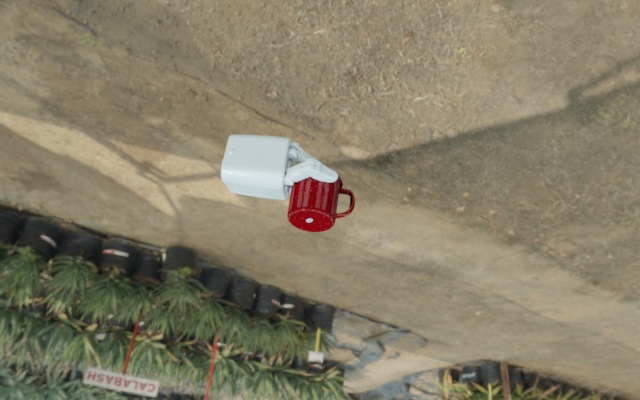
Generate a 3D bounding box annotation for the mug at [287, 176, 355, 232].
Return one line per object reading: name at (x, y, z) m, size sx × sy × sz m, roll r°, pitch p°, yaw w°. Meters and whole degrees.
mug at (0.002, 0.003, 0.813) m, size 0.117 × 0.081 × 0.093 m, roll 5°, pitch -31°, yaw 3°
